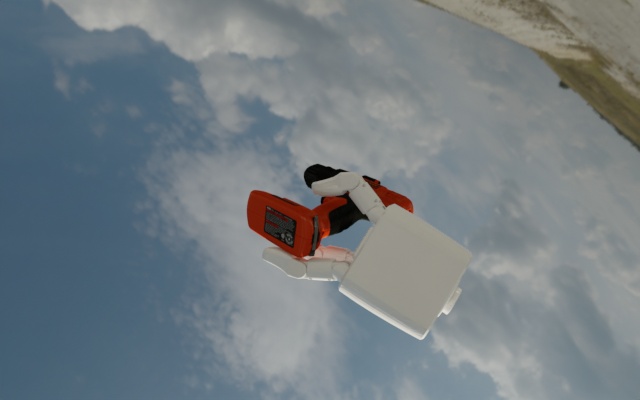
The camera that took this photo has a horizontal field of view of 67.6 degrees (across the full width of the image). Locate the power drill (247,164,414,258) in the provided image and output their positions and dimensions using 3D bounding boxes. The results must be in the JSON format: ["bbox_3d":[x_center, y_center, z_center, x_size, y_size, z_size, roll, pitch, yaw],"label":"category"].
[{"bbox_3d":[0.000,0.002,0.617,0.184,0.057,0.187,23,29,38],"label":"power drill"}]
